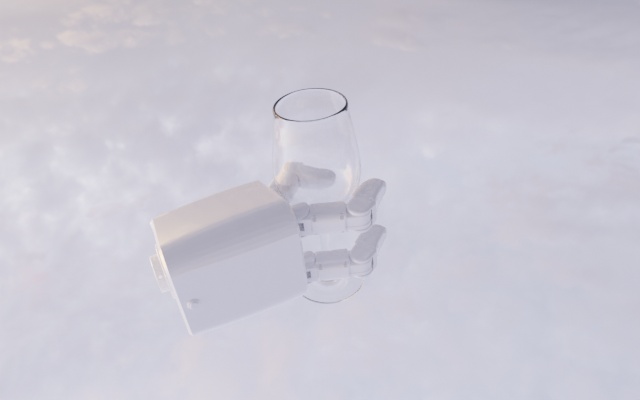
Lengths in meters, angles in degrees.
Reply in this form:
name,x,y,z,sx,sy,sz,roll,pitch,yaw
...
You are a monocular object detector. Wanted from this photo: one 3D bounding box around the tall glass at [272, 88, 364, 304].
name,x,y,z,sx,sy,sz,roll,pitch,yaw
tall glass,0.000,0.002,0.445,0.079,0.201,0.079,-4,36,3
